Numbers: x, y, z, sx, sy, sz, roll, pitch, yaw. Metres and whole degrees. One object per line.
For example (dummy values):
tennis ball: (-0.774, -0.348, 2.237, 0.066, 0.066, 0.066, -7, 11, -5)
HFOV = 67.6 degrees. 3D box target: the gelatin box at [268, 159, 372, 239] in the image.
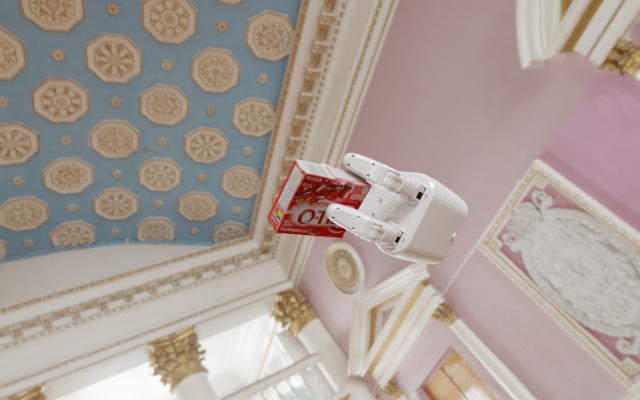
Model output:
gelatin box: (0.000, 0.001, 0.496, 0.089, 0.073, 0.030, 9, 31, -37)
